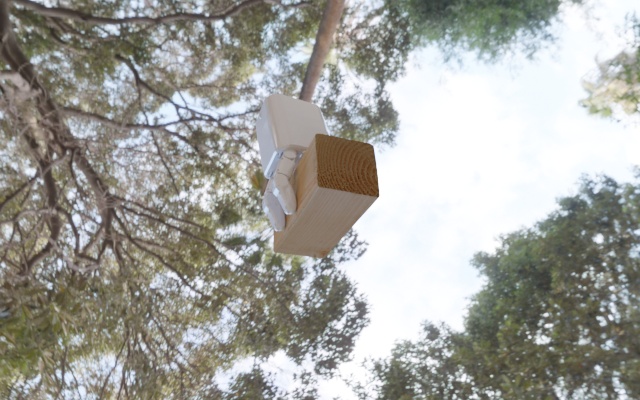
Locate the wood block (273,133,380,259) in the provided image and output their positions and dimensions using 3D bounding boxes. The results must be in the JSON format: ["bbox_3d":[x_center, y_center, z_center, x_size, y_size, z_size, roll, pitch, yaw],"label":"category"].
[{"bbox_3d":[0.000,0.002,0.717,0.091,0.090,0.206,8,-32,-19],"label":"wood block"}]
